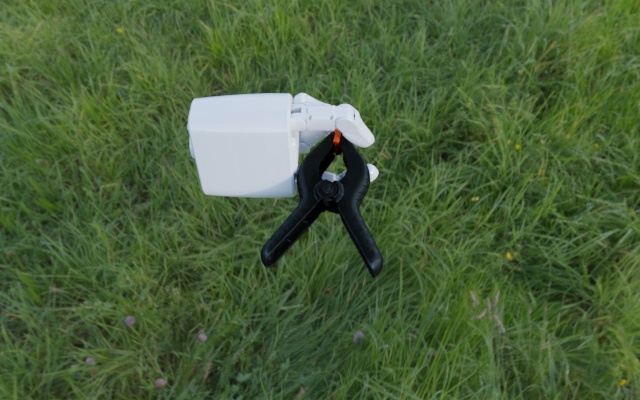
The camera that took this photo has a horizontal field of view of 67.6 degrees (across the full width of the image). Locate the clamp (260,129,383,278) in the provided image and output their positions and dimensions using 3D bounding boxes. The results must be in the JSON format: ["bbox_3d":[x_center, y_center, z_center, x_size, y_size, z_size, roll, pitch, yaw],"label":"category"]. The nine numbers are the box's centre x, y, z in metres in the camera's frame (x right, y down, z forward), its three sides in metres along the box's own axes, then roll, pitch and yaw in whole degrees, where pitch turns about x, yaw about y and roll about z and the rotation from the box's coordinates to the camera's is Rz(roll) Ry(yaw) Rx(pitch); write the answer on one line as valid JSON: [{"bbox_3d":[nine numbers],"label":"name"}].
[{"bbox_3d":[0.000,0.001,0.499,0.120,0.171,0.039,-1,-33,1],"label":"clamp"}]
